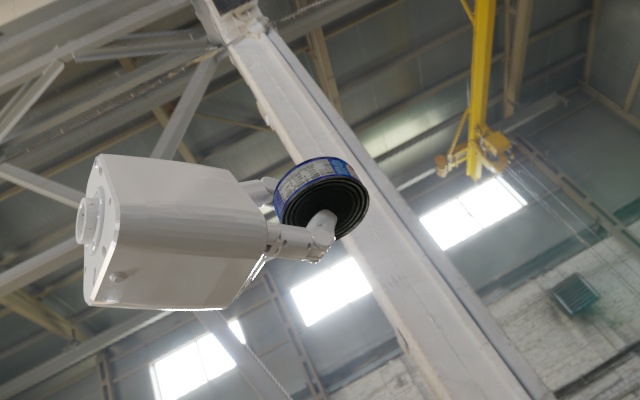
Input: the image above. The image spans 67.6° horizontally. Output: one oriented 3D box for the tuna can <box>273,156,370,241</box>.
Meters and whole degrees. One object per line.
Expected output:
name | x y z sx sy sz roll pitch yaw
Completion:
tuna can | 0.000 0.001 0.445 0.086 0.086 0.033 0 42 -27
